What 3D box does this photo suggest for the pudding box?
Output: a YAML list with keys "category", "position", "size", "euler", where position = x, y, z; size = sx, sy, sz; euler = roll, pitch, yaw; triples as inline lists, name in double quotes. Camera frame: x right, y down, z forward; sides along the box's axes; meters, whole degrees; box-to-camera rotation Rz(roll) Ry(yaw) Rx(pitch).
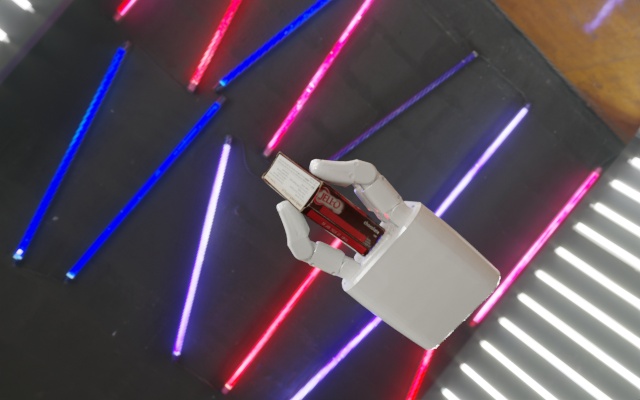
- category: "pudding box"
  position: [0.000, 0.002, 0.476]
  size: [0.090, 0.039, 0.113]
  euler: [38, -2, -32]
